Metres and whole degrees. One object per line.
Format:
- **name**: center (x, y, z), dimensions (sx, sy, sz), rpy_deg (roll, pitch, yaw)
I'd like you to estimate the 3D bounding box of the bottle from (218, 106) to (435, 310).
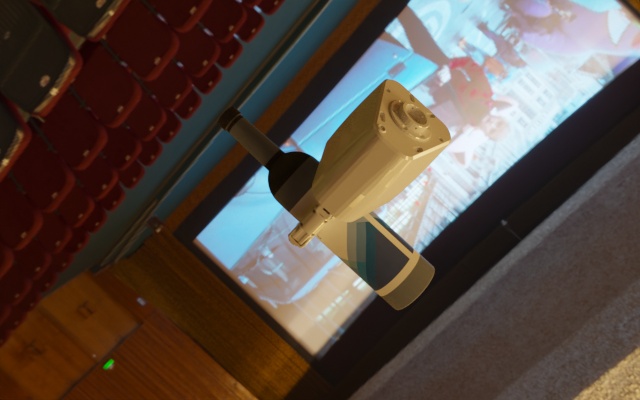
- **bottle**: center (0.000, 0.002, 0.547), dimensions (0.296, 0.069, 0.069), rpy_deg (43, -1, -1)
